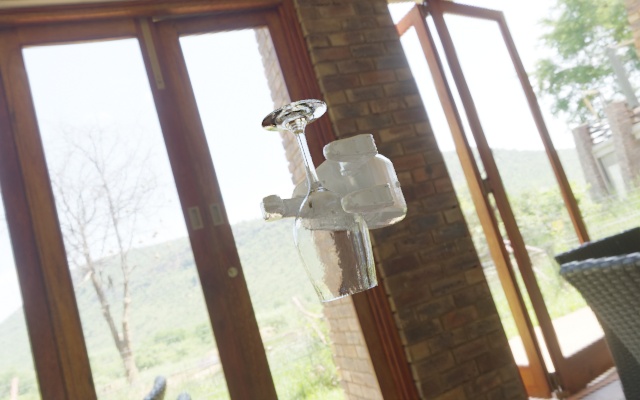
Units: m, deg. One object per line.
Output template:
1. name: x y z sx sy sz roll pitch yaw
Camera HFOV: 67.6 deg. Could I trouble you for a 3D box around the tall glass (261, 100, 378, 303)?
1. tall glass: 0.000 0.001 0.503 0.079 0.201 0.079 -17 -10 -3
